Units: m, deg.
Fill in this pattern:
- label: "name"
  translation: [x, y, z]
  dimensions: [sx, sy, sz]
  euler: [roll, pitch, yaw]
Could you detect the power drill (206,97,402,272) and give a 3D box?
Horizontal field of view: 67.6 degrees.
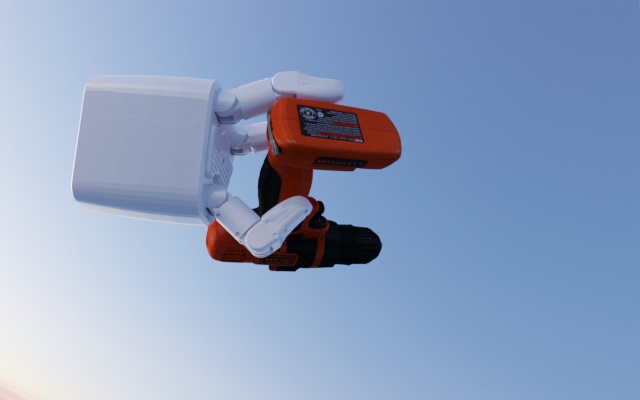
- label: "power drill"
  translation: [0.000, 0.001, 0.435]
  dimensions: [0.184, 0.057, 0.188]
  euler: [3, -41, -22]
